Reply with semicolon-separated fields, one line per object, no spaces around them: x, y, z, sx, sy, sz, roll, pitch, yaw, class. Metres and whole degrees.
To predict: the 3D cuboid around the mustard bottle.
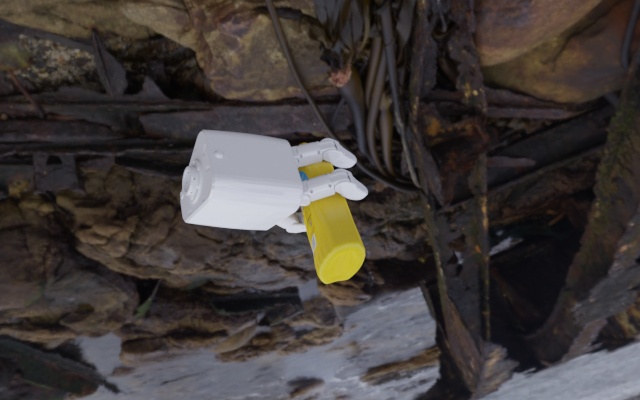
0.000;0.002;0.611;0.058;0.191;0.096;-10;-33;-12;mustard bottle
